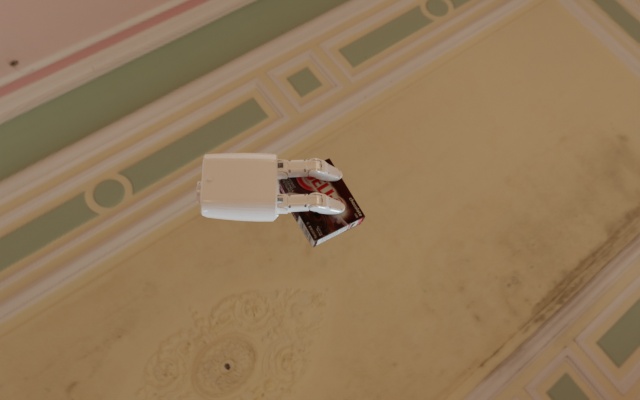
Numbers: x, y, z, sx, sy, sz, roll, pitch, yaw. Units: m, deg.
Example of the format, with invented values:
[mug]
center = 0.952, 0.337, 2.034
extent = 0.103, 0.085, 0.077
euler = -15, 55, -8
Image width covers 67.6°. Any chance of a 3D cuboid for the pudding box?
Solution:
[pudding box]
center = 0.000, 0.002, 0.726
extent = 0.090, 0.113, 0.039
euler = -25, -15, -18
